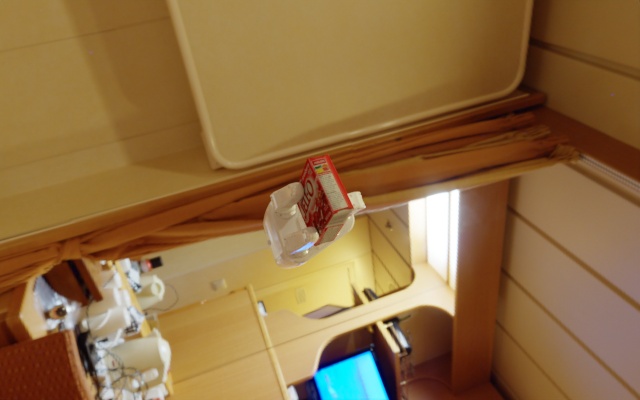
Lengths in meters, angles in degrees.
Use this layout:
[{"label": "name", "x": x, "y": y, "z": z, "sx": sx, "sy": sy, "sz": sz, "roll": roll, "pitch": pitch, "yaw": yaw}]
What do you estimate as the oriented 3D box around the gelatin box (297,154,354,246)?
[{"label": "gelatin box", "x": 0.001, "y": 0.002, "z": 0.553, "sx": 0.030, "sy": 0.073, "sz": 0.089, "roll": -14, "pitch": -24, "yaw": -22}]
